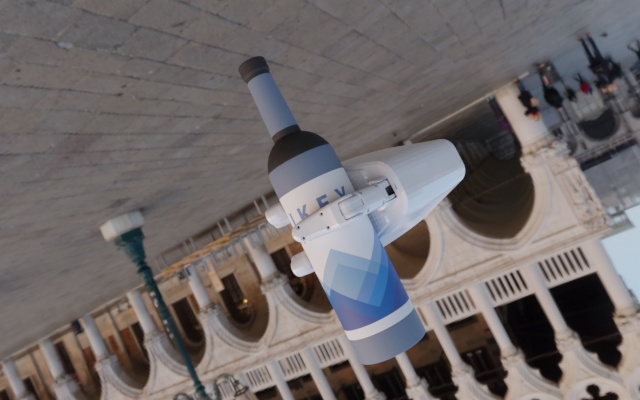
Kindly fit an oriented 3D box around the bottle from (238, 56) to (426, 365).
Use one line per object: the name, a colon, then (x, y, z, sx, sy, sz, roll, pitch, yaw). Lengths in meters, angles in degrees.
bottle: (0.000, 0.002, 0.444, 0.069, 0.295, 0.069, -27, -3, -2)
